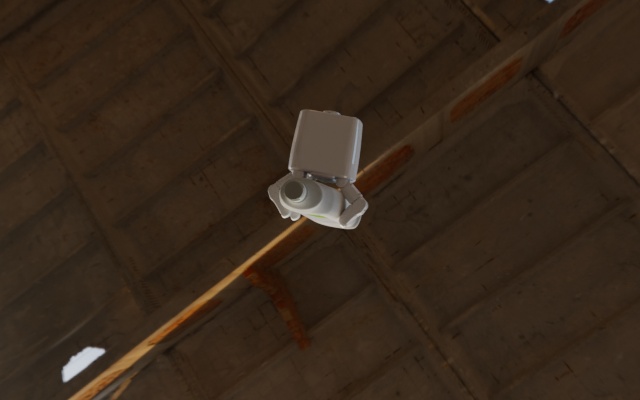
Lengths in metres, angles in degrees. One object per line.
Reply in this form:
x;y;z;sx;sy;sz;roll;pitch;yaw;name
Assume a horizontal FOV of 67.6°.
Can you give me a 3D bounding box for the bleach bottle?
0.000;0.003;0.809;0.102;0.068;0.251;8;-5;15;bleach bottle
